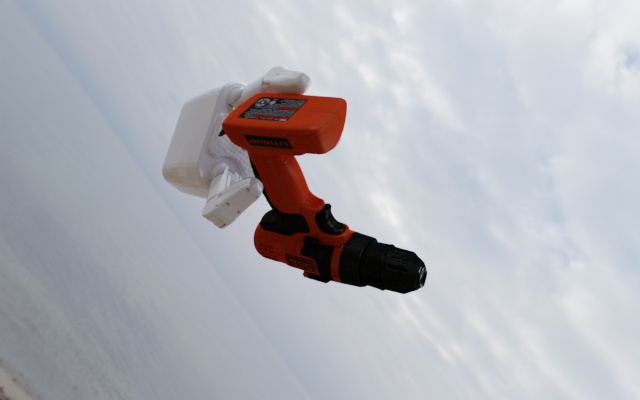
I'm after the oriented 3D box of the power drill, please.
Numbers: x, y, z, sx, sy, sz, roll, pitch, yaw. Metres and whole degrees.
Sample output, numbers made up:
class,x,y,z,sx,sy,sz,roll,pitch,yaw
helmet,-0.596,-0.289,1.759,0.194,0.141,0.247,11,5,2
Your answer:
class,x,y,z,sx,sy,sz,roll,pitch,yaw
power drill,0.000,0.001,0.426,0.184,0.188,0.057,10,43,29
